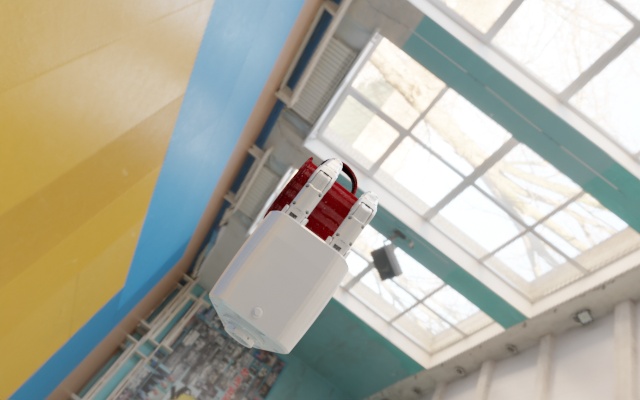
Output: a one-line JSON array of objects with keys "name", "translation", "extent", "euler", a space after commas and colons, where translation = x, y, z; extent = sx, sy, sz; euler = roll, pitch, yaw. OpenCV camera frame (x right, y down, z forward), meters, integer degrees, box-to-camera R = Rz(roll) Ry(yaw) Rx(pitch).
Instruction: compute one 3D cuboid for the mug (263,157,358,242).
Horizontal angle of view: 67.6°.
[{"name": "mug", "translation": [0.001, 0.001, 0.561], "extent": [0.081, 0.117, 0.093], "euler": [38, -26, 0]}]
